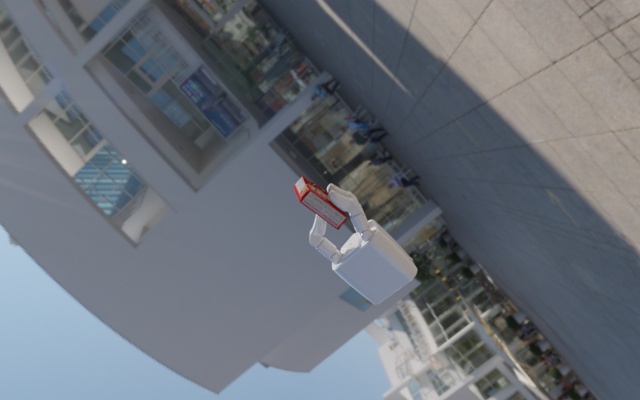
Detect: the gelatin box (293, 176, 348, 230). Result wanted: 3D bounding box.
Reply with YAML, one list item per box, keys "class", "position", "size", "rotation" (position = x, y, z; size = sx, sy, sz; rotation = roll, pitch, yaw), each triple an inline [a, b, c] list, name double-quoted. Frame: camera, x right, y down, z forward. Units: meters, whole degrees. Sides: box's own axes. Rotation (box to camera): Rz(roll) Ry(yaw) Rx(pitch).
- class: "gelatin box"
  position: [0.000, 0.003, 0.816]
  size: [0.089, 0.030, 0.073]
  rotation: [36, 11, -22]
